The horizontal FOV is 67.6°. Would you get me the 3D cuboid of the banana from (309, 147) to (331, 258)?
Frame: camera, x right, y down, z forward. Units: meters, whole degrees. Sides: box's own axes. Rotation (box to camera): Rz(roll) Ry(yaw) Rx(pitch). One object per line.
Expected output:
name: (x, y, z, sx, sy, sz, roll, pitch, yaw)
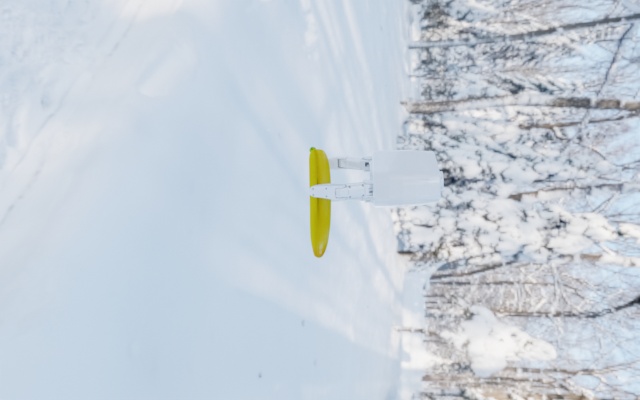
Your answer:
banana: (0.000, -0.004, 0.803, 0.037, 0.197, 0.070, -1, -11, 1)
